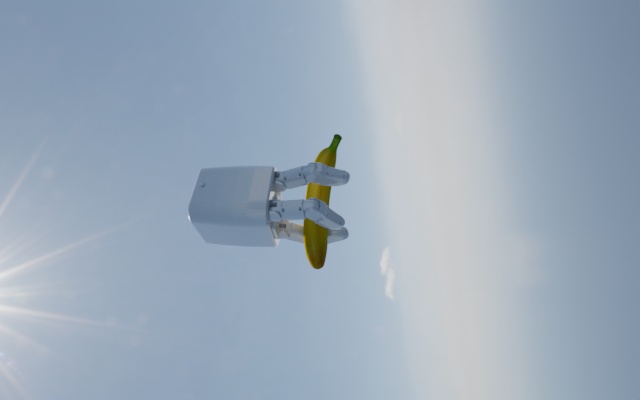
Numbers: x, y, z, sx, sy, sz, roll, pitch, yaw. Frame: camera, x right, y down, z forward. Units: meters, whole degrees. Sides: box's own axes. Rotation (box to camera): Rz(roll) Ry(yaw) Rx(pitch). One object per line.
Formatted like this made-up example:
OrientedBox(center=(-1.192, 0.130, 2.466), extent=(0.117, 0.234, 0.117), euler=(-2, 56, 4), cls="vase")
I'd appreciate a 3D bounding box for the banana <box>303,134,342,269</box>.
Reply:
OrientedBox(center=(-0.003, 0.005, 0.678), extent=(0.037, 0.197, 0.070), euler=(9, -20, -7), cls="banana")
